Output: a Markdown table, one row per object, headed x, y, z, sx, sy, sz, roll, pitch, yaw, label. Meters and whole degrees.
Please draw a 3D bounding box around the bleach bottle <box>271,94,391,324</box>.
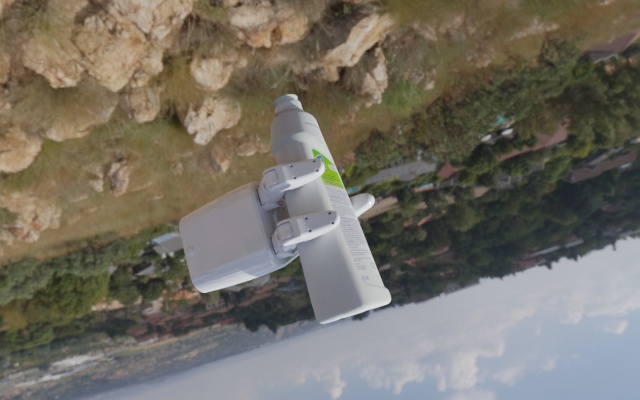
| x | y | z | sx | sy | sz | roll | pitch | yaw | label |
| --- | --- | --- | --- | --- | --- | --- | --- | --- | --- |
| 0.000 | 0.002 | 0.526 | 0.068 | 0.250 | 0.102 | -22 | -15 | 18 | bleach bottle |
